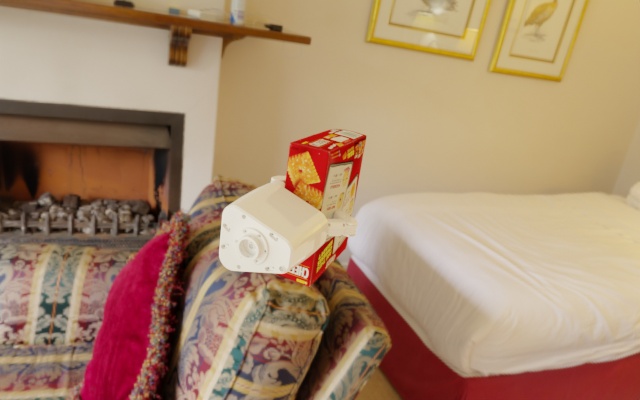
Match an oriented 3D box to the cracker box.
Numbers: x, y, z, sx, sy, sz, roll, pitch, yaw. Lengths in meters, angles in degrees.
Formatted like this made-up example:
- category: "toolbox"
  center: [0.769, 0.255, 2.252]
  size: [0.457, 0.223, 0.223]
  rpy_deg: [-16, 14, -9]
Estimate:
- category: "cracker box"
  center: [0.000, 0.002, 0.761]
  size: [0.072, 0.214, 0.164]
  rpy_deg: [17, 22, 19]
